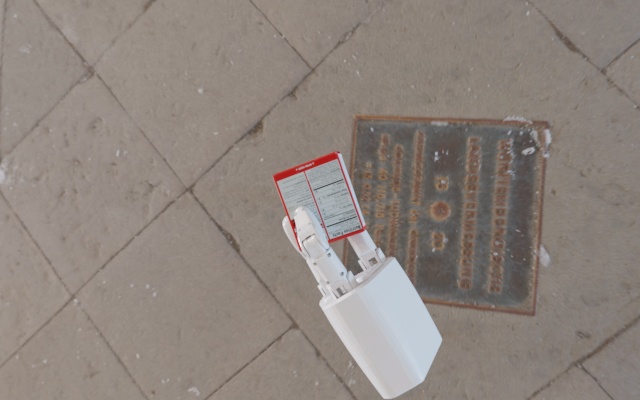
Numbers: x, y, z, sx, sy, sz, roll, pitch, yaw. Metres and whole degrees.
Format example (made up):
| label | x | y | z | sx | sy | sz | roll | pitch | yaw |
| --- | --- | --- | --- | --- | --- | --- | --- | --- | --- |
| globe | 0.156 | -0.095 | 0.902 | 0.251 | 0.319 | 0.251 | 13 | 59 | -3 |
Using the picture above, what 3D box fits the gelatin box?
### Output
| label | x | y | z | sx | sy | sz | roll | pitch | yaw |
| --- | --- | --- | --- | --- | --- | --- | --- | --- | --- |
| gelatin box | 0.000 | 0.001 | 0.504 | 0.073 | 0.089 | 0.030 | -20 | 1 | 12 |
